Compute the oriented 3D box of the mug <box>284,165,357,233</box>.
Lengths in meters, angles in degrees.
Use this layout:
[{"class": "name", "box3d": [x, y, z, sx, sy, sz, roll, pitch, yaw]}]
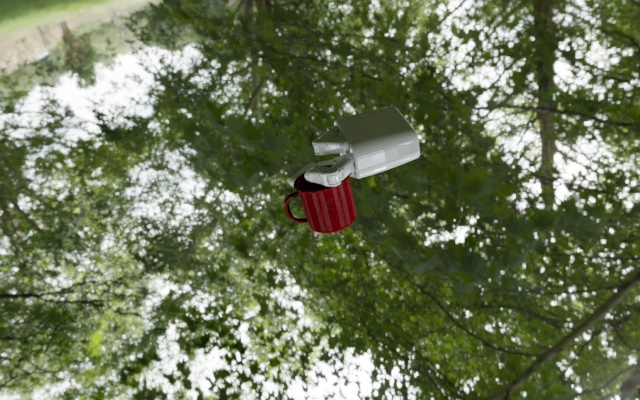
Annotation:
[{"class": "mug", "box3d": [-0.001, 0.003, 0.765, 0.117, 0.081, 0.093, -17, 27, -5]}]
